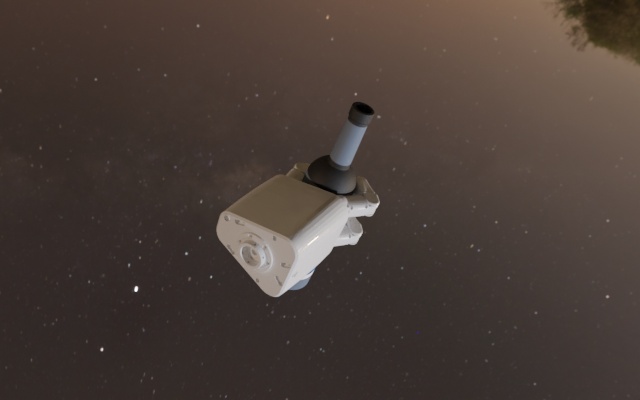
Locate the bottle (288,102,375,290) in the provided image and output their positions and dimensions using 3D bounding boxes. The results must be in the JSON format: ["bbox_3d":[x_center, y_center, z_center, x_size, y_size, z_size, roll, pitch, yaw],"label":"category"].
[{"bbox_3d":[0.000,0.002,0.627,0.069,0.296,0.069,15,39,-12],"label":"bottle"}]
